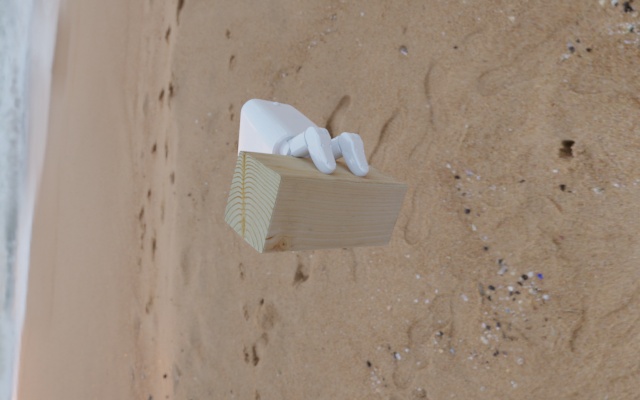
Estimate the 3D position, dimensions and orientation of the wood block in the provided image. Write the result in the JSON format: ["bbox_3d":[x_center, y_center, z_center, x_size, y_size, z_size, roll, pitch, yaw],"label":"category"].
[{"bbox_3d":[0.000,0.002,0.590,0.206,0.091,0.090,1,22,-41],"label":"wood block"}]
